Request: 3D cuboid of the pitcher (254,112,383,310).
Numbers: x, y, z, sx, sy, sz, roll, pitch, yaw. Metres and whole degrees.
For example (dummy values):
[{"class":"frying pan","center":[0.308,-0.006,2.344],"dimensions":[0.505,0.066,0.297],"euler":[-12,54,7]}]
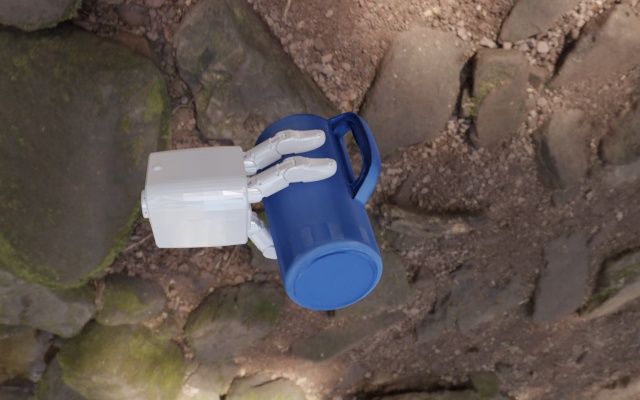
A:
[{"class":"pitcher","center":[0.000,0.002,0.584],"dimensions":[0.145,0.149,0.242],"euler":[-4,41,-11]}]
